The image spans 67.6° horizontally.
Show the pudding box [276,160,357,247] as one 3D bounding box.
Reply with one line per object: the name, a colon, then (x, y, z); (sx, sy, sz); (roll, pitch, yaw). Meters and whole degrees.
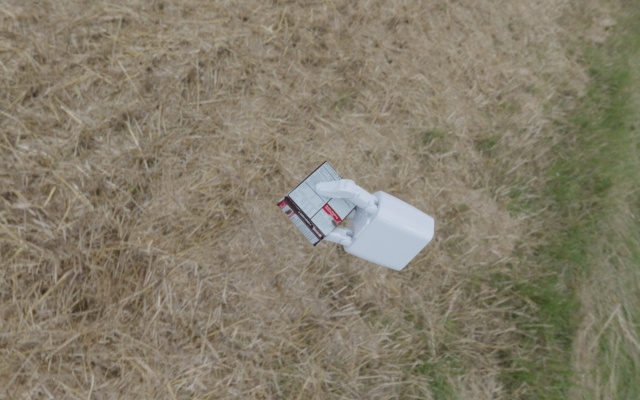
pudding box: (0.000, 0.002, 0.748); (0.113, 0.090, 0.039); (-44, 2, -42)
